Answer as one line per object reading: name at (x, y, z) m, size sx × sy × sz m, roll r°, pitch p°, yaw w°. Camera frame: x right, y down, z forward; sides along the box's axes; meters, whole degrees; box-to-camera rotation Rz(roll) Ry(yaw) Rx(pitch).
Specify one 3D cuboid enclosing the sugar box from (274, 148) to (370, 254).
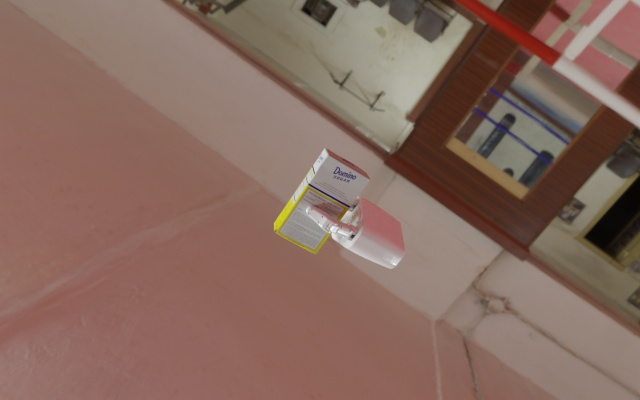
sugar box at (0.000, 0.003, 0.858) m, size 0.093 × 0.176 × 0.048 m, roll 29°, pitch 16°, yaw -19°
